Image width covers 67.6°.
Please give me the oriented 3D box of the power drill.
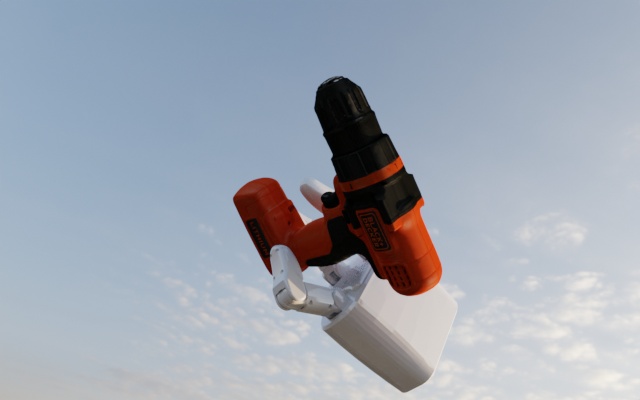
[{"bbox_3d":[0.000,0.002,0.424,0.057,0.184,0.187,-33,13,-39],"label":"power drill"}]
